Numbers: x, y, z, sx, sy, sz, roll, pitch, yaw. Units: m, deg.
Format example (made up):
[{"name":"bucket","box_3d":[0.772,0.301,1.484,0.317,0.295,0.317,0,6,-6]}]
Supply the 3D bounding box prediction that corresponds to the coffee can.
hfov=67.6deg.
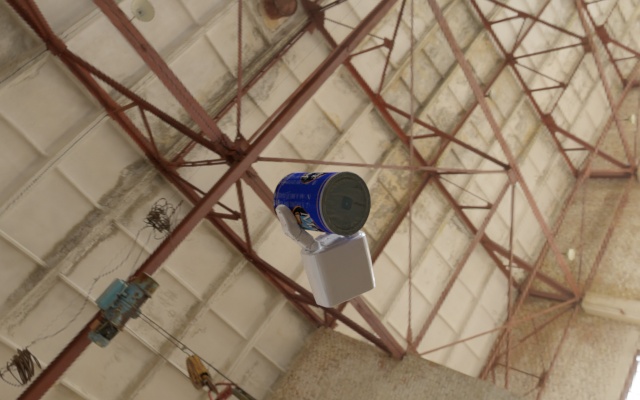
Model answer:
[{"name":"coffee can","box_3d":[0.000,0.002,0.805,0.103,0.103,0.140,0,2,-38]}]
